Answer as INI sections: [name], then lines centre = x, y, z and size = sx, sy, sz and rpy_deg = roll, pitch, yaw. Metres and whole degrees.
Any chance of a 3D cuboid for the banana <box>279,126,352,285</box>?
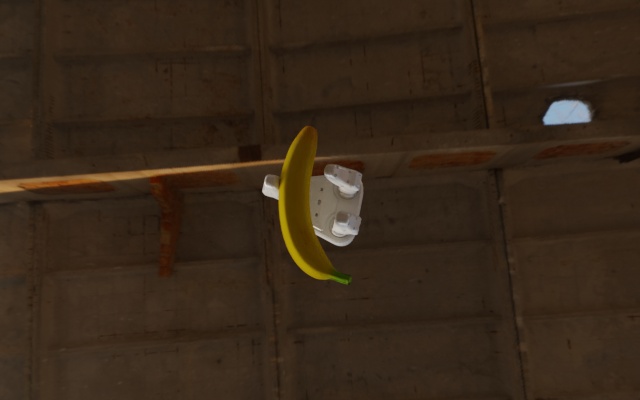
[banana]
centre = -0.017, 0.010, 0.571
size = 0.069, 0.197, 0.037
rpy_deg = -15, -12, 5
